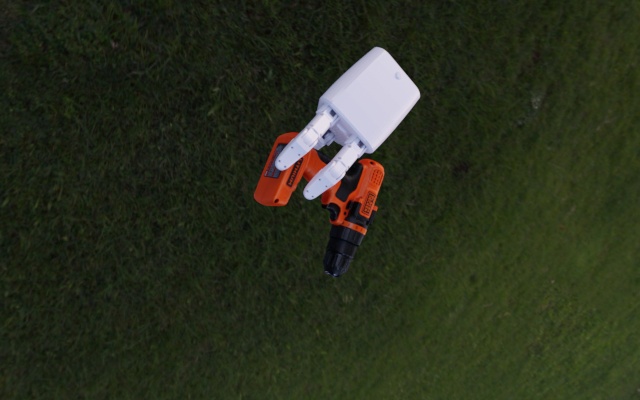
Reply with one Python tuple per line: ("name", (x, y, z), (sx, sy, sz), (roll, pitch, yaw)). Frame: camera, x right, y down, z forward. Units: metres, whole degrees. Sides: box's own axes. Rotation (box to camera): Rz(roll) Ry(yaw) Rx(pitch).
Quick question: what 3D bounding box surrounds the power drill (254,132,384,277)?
("power drill", (0.000, 0.002, 0.677), (0.188, 0.184, 0.057), (27, -12, -39))
